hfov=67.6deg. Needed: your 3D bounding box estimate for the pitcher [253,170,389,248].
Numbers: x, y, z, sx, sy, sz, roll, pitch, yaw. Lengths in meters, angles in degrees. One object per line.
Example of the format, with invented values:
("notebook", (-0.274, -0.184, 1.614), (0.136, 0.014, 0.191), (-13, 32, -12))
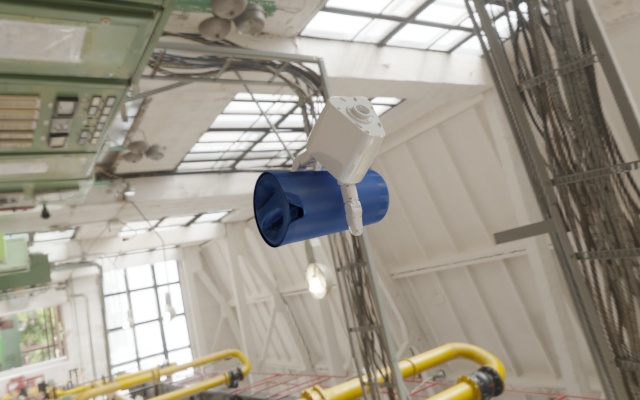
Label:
("pitcher", (0.000, 0.003, 0.898), (0.243, 0.149, 0.145), (-7, -39, -33))
